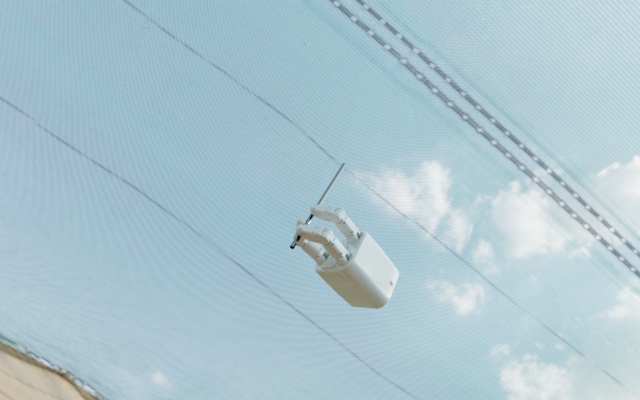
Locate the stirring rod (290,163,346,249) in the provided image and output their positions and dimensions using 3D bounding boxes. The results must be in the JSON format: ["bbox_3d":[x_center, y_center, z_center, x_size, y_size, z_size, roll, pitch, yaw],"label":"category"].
[{"bbox_3d":[0.000,0.003,0.858,0.011,0.011,0.239,0,38,29],"label":"stirring rod"}]
